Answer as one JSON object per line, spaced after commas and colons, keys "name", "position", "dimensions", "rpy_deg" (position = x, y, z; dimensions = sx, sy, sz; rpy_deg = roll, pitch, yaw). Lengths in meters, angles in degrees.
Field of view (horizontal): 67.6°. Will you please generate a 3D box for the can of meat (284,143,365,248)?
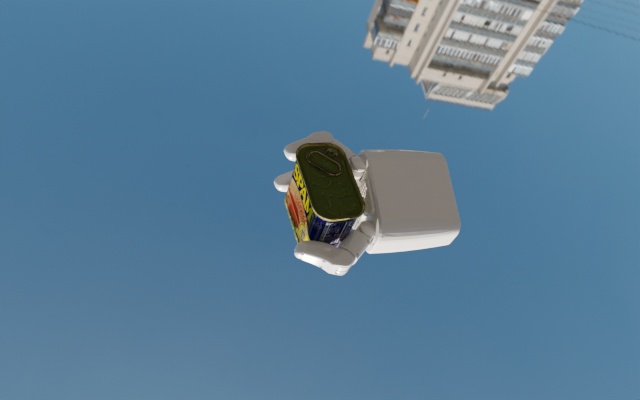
{"name": "can of meat", "position": [0.000, 0.002, 0.526], "dimensions": [0.057, 0.102, 0.084], "rpy_deg": [-5, -34, -21]}
